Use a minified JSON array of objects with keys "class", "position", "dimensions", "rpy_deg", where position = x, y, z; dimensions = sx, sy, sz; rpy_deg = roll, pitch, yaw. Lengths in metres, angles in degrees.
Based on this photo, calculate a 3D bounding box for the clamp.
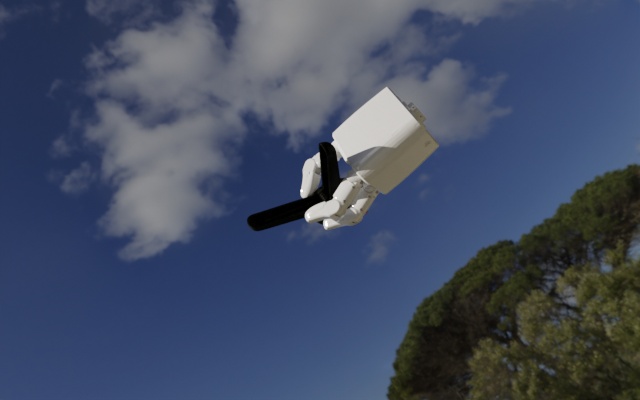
[{"class":"clamp","position":[0.000,0.002,0.706],"dimensions":[0.164,0.036,0.210],"rpy_deg":[-40,-29,15]}]
